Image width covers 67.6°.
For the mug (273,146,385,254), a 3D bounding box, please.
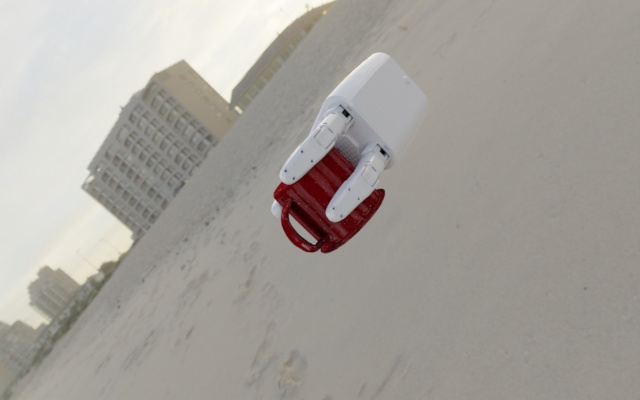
[{"bbox_3d":[-0.001,0.002,0.487,0.093,0.081,0.117,-34,15,51],"label":"mug"}]
